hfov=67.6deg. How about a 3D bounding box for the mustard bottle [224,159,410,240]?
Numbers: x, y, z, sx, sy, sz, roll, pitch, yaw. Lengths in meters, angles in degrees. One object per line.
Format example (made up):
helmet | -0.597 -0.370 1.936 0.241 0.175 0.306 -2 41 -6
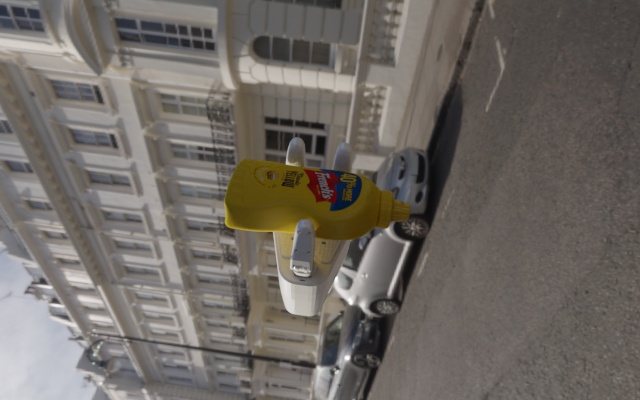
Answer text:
mustard bottle | 0.000 0.001 0.516 0.191 0.058 0.096 7 33 3
